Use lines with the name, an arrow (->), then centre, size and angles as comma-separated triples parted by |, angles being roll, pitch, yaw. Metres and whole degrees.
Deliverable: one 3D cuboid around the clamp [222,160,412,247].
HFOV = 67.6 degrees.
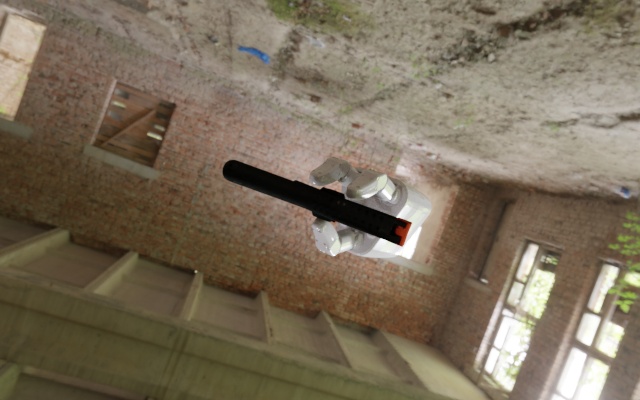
clamp -> 0.000, 0.003, 0.548 | 0.210, 0.036, 0.164 | 22, 4, 33
